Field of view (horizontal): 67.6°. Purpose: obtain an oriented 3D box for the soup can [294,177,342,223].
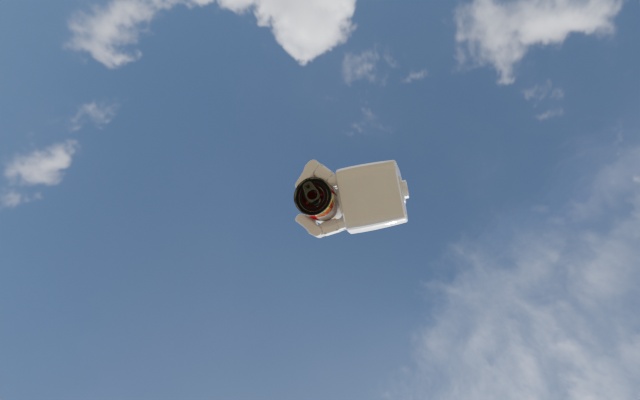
[{"bbox_3d":[0.000,0.003,0.856,0.068,0.068,0.102,0,-12,16],"label":"soup can"}]
